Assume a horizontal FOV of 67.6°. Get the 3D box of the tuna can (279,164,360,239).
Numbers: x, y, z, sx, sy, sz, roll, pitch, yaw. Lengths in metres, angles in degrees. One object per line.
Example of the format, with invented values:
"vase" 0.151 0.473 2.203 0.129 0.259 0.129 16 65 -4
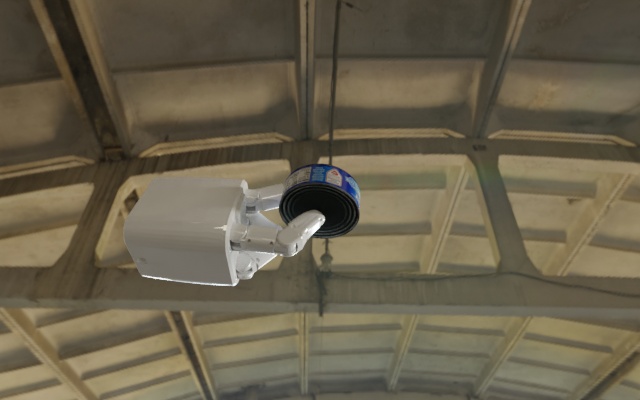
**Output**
"tuna can" 0.000 0.001 0.513 0.086 0.033 0.086 4 -43 4
